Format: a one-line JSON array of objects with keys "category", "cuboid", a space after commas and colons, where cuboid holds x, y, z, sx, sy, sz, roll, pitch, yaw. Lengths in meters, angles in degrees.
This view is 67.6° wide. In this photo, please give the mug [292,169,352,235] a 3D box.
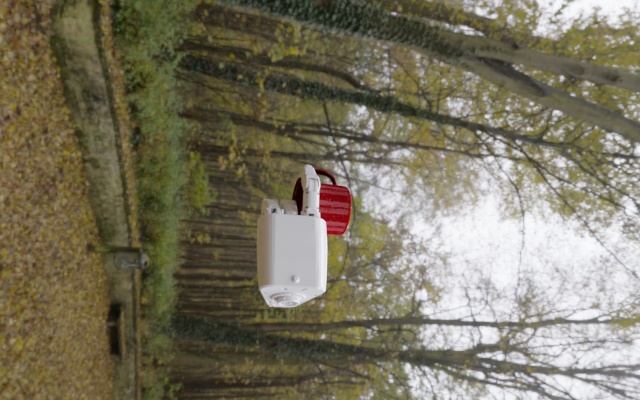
[{"category": "mug", "cuboid": [0.000, 0.001, 0.775, 0.081, 0.117, 0.093, 6, -28, -14]}]
